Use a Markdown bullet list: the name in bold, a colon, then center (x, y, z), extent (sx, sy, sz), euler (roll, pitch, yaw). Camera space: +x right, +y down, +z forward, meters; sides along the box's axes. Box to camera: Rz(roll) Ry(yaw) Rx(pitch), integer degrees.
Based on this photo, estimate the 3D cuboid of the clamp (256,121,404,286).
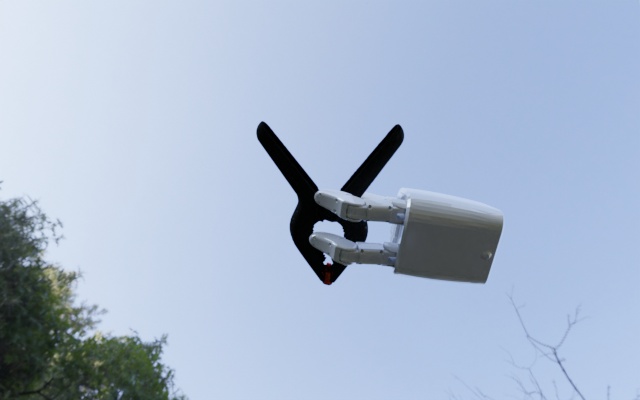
- **clamp**: center (0.000, 0.002, 0.567), extent (0.164, 0.210, 0.036), euler (9, 23, 3)
